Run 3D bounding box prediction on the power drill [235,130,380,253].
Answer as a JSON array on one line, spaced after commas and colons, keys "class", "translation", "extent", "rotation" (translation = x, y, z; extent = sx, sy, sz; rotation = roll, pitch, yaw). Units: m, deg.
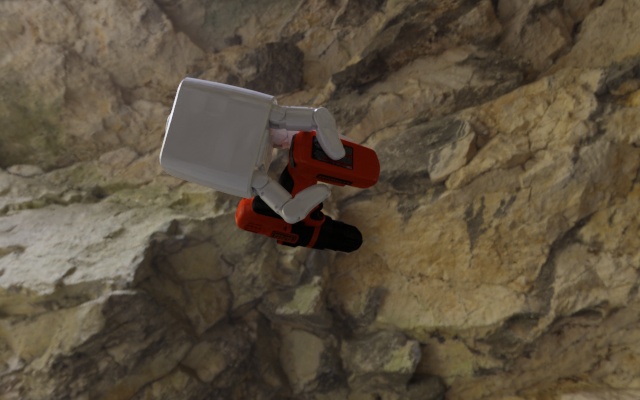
[{"class": "power drill", "translation": [0.000, 0.002, 0.610], "extent": [0.184, 0.057, 0.188], "rotation": [14, -39, -18]}]
